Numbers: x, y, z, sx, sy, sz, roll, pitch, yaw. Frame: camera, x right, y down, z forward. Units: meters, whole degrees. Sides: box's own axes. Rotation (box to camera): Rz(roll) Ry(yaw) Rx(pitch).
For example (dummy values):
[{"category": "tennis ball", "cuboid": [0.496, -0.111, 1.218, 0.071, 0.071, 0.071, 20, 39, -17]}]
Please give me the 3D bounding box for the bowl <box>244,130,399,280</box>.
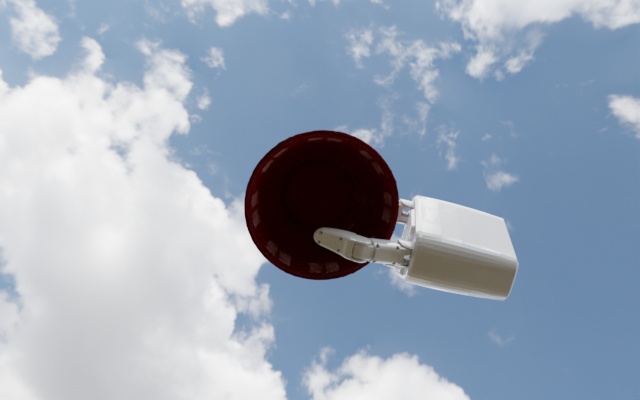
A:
[{"category": "bowl", "cuboid": [-0.001, 0.001, 0.517, 0.162, 0.162, 0.055, 0, 16, -5]}]
